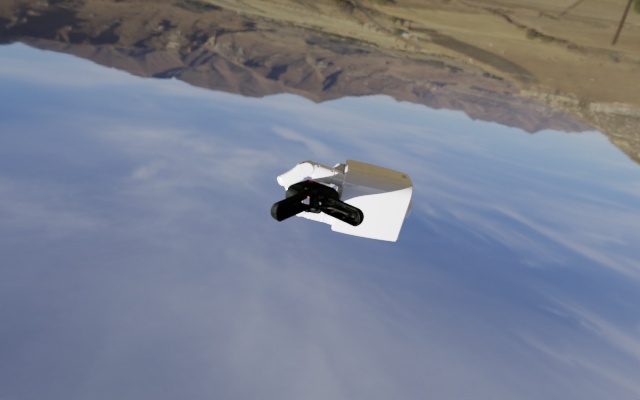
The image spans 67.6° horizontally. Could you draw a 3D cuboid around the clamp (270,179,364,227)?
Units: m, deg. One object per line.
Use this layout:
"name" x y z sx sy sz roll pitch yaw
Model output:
"clamp" 0.000 0.003 0.679 0.120 0.039 0.171 12 17 0
